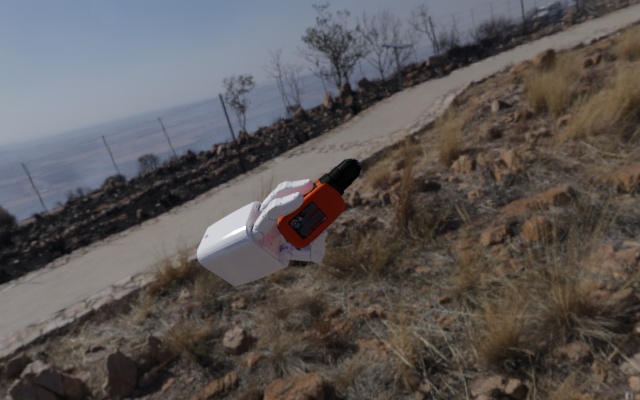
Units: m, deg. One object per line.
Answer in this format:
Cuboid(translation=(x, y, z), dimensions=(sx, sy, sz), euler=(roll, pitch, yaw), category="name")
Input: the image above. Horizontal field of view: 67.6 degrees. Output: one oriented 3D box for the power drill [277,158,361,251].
Cuboid(translation=(0.000, 0.003, 0.788), dimensions=(0.184, 0.057, 0.187), euler=(-44, 4, 6), category="power drill")
